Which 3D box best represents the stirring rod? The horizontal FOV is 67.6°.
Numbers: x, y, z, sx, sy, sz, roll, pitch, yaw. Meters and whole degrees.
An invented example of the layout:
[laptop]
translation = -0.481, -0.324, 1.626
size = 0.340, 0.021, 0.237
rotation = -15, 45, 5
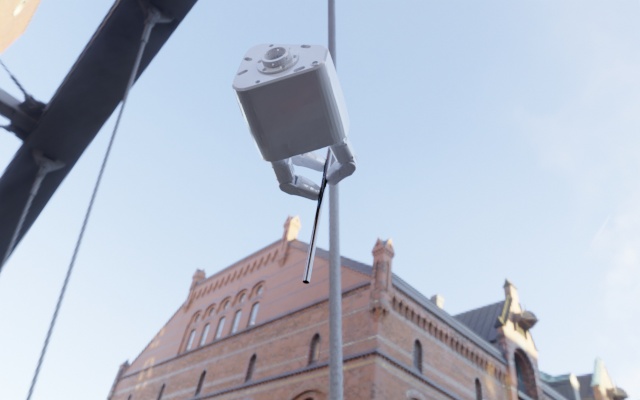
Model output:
[stirring rod]
translation = 0.000, 0.002, 0.617
size = 0.011, 0.239, 0.011
rotation = 6, -40, 5
